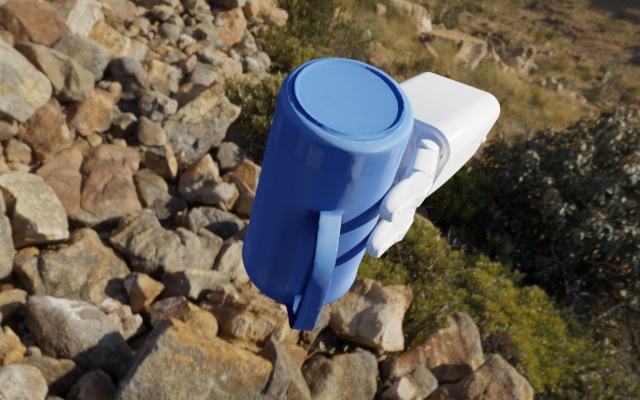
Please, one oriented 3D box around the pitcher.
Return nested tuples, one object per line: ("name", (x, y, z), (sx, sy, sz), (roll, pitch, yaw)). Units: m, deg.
("pitcher", (0.000, 0.001, 0.451), (0.145, 0.149, 0.243), (-32, -24, -32))
